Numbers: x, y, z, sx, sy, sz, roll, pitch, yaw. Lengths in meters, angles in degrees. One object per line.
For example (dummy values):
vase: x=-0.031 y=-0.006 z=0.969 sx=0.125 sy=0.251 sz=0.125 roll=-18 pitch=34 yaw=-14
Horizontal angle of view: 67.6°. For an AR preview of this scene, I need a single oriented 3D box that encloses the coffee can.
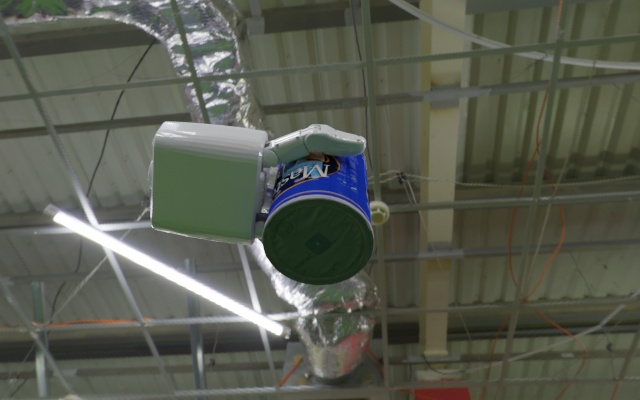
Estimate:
coffee can: x=0.000 y=0.002 z=0.492 sx=0.103 sy=0.103 sz=0.140 roll=0 pitch=34 yaw=2
